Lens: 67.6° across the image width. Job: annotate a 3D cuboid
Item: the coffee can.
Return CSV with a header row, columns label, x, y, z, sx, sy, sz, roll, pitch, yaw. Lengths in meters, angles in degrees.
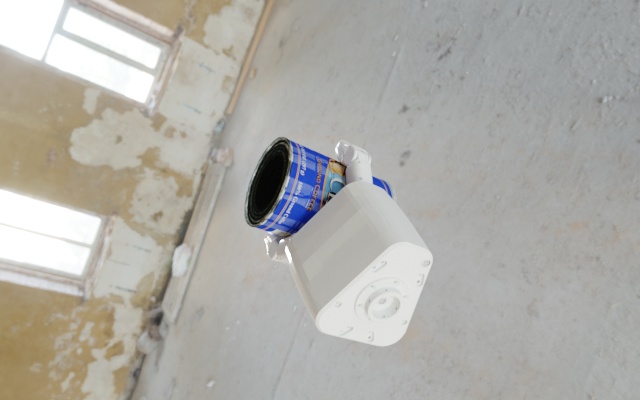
label,x,y,z,sx,sy,sz,roll,pitch,yaw
coffee can,0.000,0.002,0.538,0.140,0.103,0.103,21,-10,-27
